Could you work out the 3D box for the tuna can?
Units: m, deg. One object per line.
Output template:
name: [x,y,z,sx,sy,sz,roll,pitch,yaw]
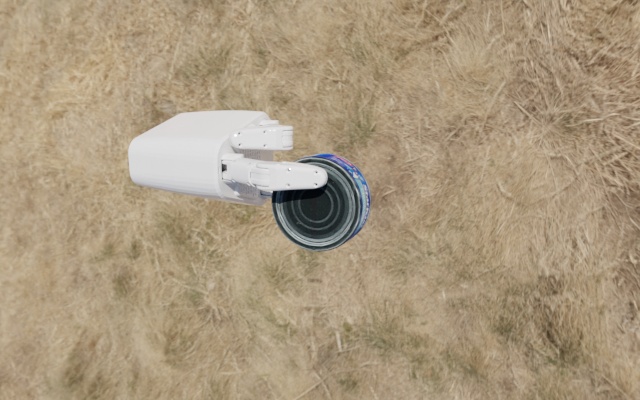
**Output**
tuna can: [0.000,0.001,0.427,0.086,0.086,0.033,0,9,20]
